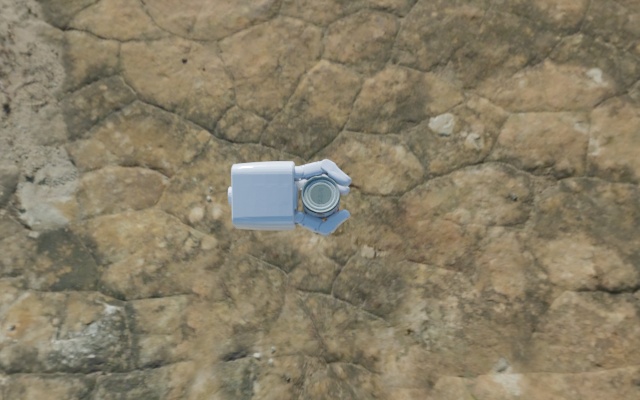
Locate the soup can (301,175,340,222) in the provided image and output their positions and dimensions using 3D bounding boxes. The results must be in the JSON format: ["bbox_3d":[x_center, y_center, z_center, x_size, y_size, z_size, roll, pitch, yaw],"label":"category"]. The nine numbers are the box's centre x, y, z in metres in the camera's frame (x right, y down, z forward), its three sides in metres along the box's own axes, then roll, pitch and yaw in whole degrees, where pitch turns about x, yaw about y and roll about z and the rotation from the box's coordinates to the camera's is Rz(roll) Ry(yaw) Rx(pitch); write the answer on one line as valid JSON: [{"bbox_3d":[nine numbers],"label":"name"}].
[{"bbox_3d":[0.001,0.003,0.839,0.068,0.068,0.102,0,-16,0],"label":"soup can"}]
